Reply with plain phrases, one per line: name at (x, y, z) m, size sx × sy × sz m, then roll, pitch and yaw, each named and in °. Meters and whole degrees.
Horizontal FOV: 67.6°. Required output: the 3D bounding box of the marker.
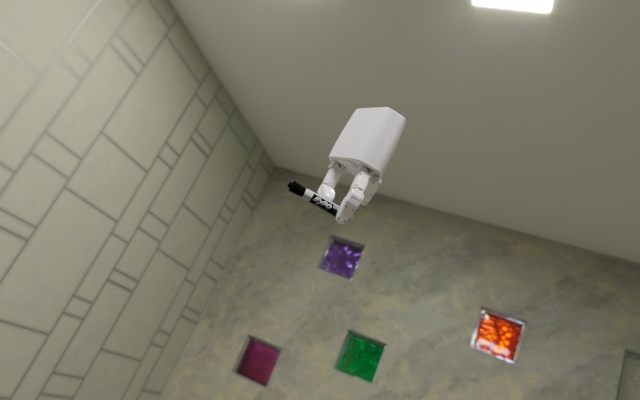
marker at (0.000, 0.003, 0.775) m, size 0.121 × 0.020 × 0.020 m, roll 30°, pitch -8°, yaw -15°
